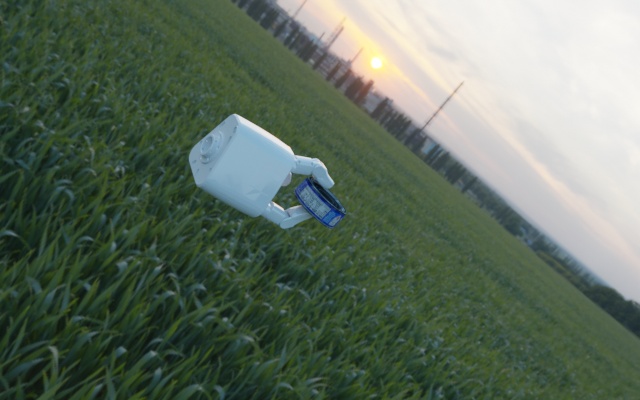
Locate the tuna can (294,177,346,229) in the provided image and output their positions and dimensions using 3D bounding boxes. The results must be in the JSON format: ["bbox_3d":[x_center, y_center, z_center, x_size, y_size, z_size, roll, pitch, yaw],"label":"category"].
[{"bbox_3d":[0.001,0.002,0.750,0.086,0.034,0.086,43,11,-10],"label":"tuna can"}]
